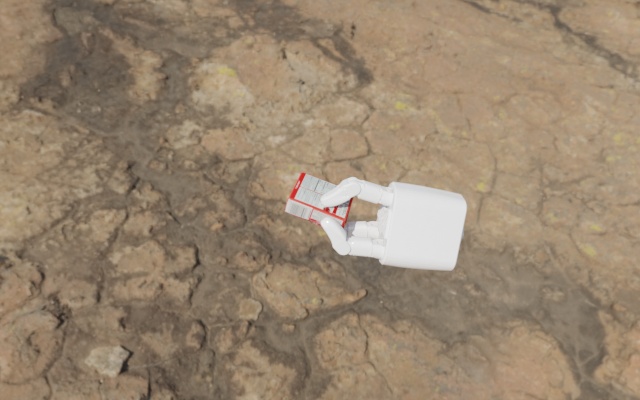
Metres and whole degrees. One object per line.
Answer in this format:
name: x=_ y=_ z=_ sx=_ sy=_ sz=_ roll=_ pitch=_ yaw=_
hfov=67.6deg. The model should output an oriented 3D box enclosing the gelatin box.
gelatin box: x=0.000 y=0.002 z=0.700 sx=0.089 sy=0.030 sz=0.073 roll=21 pitch=38 yaw=0
